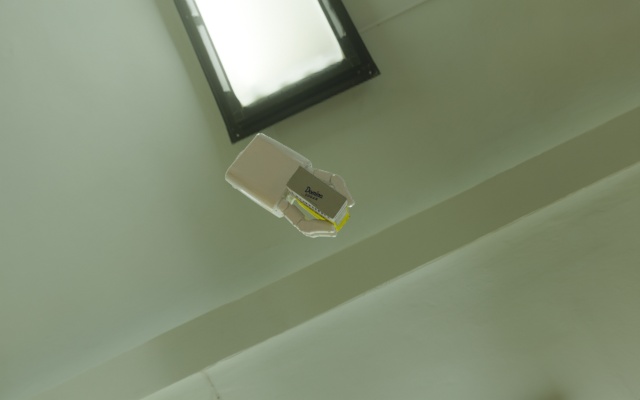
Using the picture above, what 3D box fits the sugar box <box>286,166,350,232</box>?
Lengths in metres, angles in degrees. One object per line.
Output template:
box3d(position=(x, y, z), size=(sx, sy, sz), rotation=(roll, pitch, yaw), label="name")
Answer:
box3d(position=(0.000, 0.003, 0.803), size=(0.093, 0.048, 0.176), rotation=(35, -3, 10), label="sugar box")
